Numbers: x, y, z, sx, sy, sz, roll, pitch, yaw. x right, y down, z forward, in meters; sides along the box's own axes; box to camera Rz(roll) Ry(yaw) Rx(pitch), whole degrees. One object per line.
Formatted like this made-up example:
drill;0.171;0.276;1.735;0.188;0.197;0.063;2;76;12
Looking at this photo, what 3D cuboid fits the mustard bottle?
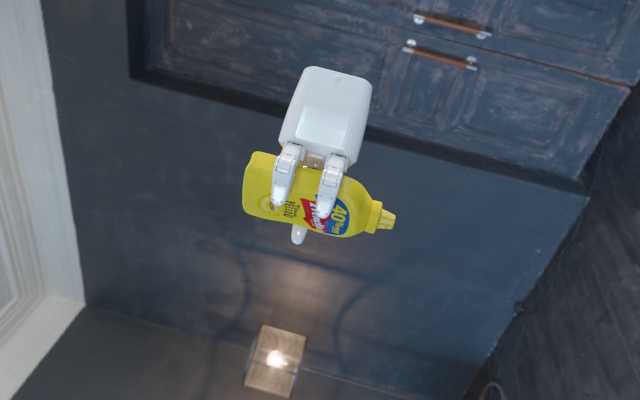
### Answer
mustard bottle;0.000;0.002;0.604;0.191;0.058;0.096;15;-40;2
